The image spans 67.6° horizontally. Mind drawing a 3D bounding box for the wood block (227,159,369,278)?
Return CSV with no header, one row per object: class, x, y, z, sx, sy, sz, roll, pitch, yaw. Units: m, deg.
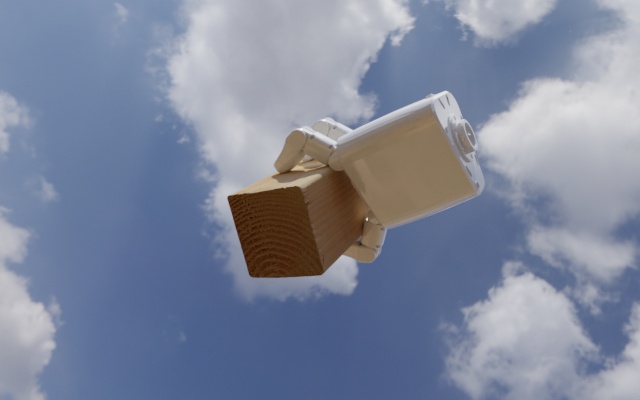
wood block,0.001,0.002,0.541,0.090,0.091,0.206,-7,14,29
